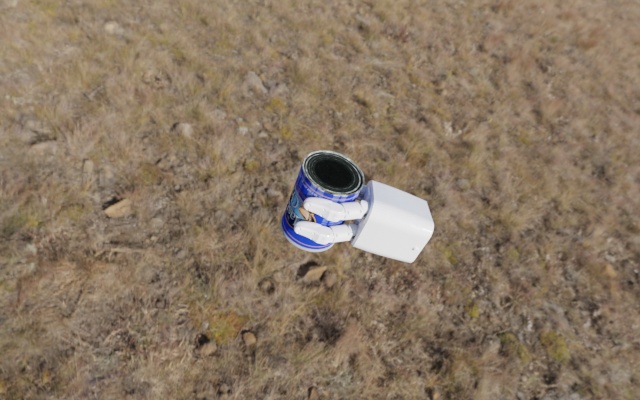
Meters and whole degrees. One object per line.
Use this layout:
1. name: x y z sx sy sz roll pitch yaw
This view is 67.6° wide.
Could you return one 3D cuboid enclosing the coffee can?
1. coffee can: 0.000 0.003 0.790 0.103 0.102 0.140 0 -43 -24
